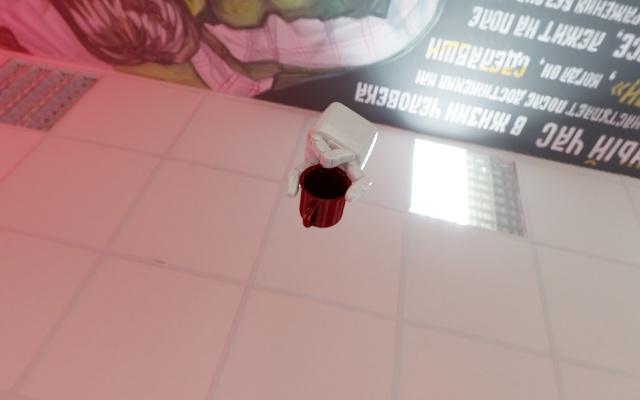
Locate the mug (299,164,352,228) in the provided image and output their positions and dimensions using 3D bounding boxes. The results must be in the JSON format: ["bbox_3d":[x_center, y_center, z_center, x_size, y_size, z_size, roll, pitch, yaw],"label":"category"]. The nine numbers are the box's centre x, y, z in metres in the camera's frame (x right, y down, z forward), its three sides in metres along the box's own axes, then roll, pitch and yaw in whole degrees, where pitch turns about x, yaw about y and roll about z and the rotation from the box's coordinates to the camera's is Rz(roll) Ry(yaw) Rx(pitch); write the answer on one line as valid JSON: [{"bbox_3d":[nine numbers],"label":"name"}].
[{"bbox_3d":[0.000,0.004,0.847,0.093,0.082,0.117,22,48,11],"label":"mug"}]
